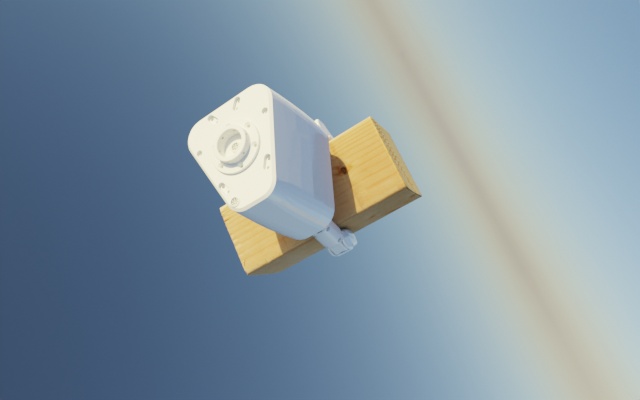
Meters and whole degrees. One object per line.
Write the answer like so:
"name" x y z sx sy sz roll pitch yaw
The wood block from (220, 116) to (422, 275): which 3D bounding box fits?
"wood block" 0.000 0.002 0.559 0.206 0.090 0.090 -29 -15 17
